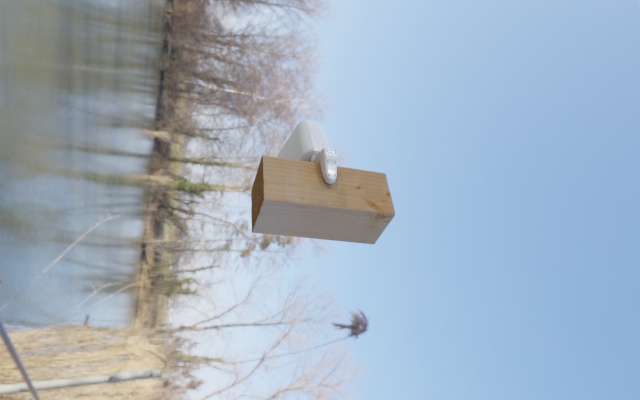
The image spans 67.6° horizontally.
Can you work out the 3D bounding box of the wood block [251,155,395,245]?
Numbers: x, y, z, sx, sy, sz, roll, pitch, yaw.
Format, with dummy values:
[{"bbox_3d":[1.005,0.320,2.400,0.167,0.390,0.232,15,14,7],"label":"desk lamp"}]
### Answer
[{"bbox_3d":[0.000,0.002,0.759,0.206,0.090,0.091,7,-40,-17],"label":"wood block"}]
